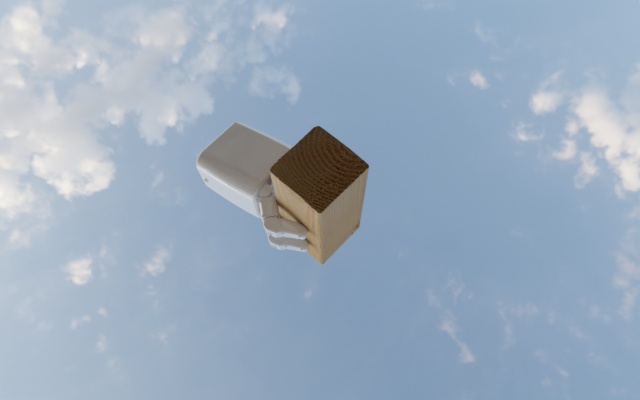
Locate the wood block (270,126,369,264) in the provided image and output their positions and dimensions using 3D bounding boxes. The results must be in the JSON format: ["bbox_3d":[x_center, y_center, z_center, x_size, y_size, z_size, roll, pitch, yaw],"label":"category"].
[{"bbox_3d":[0.000,0.002,0.670,0.090,0.091,0.206,40,-17,17],"label":"wood block"}]
